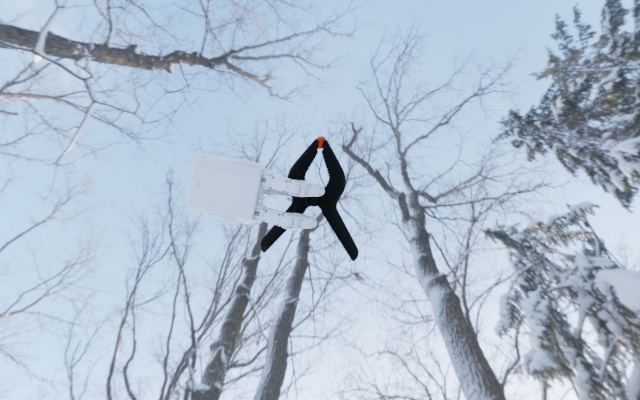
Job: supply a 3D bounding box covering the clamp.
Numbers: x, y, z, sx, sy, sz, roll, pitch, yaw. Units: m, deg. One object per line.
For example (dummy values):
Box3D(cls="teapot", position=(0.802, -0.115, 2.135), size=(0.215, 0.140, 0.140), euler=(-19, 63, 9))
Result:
Box3D(cls="clamp", position=(0.000, 0.002, 0.785), size=(0.164, 0.210, 0.036), euler=(12, 13, -4))
